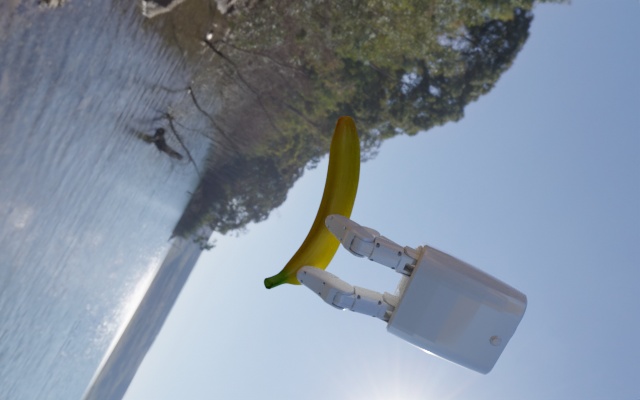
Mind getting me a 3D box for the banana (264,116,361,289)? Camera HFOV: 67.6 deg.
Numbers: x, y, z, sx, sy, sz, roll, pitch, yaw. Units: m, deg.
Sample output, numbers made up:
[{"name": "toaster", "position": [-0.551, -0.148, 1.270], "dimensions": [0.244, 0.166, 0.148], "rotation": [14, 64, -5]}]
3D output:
[{"name": "banana", "position": [0.007, 0.010, 0.511], "dimensions": [0.037, 0.198, 0.070], "rotation": [19, -8, 33]}]
